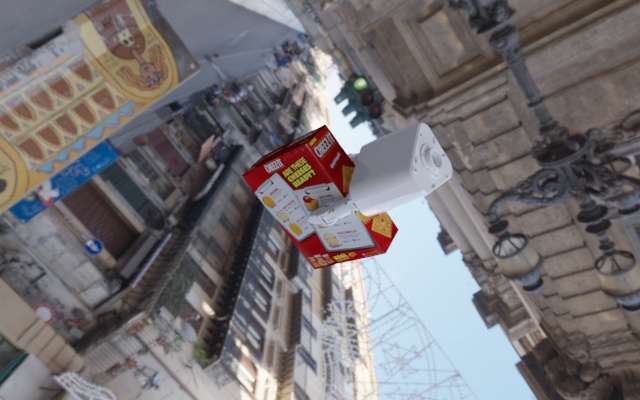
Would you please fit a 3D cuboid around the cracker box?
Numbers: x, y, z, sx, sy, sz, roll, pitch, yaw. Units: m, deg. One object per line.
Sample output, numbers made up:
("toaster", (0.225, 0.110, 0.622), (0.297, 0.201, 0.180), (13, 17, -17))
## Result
("cracker box", (0.000, 0.003, 0.776), (0.164, 0.214, 0.072), (-20, 23, 43))
